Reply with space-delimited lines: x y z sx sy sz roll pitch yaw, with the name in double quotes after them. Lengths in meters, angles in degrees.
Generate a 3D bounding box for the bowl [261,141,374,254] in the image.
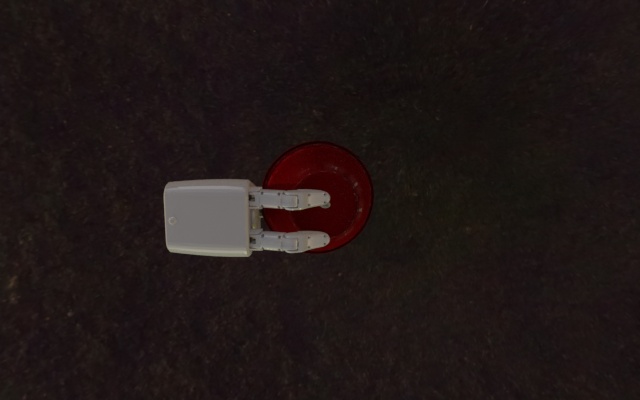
0.001 0.002 0.643 0.162 0.162 0.055 0 11 -9 "bowl"
